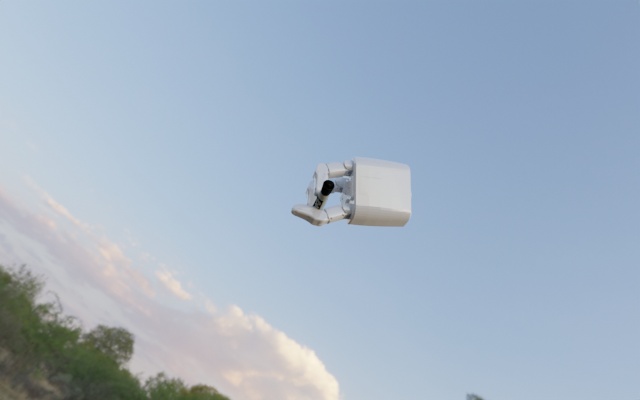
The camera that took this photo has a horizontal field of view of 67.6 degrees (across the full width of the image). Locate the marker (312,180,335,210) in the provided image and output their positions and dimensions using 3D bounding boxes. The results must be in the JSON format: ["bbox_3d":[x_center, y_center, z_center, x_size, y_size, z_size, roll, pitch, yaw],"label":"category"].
[{"bbox_3d":[0.000,0.003,0.783,0.020,0.020,0.121,0,-29,-16],"label":"marker"}]
